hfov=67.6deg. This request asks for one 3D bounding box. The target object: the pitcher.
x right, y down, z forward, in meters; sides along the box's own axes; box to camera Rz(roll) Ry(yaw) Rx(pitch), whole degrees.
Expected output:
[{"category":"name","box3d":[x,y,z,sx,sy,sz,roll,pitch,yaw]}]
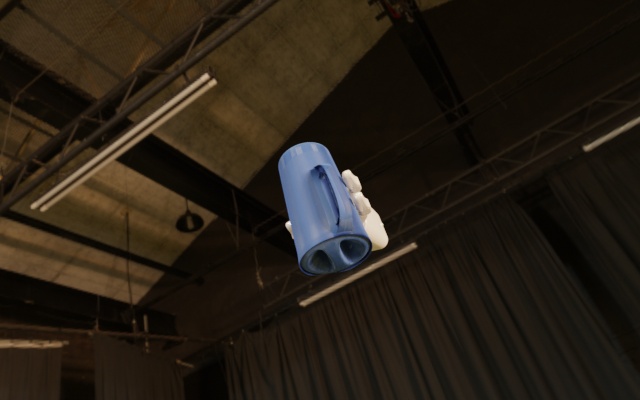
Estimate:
[{"category":"pitcher","box3d":[0.000,0.003,0.888,0.149,0.242,0.145,-33,-37,19]}]
